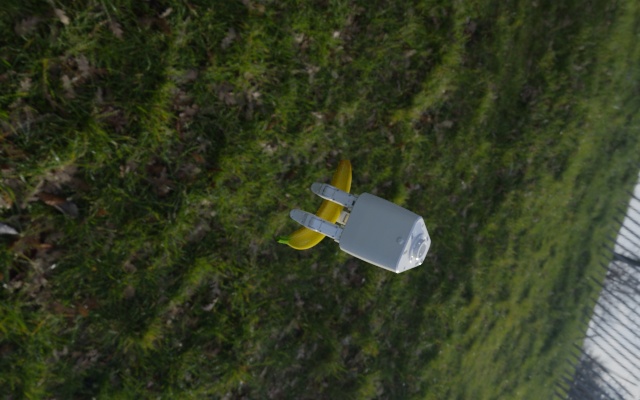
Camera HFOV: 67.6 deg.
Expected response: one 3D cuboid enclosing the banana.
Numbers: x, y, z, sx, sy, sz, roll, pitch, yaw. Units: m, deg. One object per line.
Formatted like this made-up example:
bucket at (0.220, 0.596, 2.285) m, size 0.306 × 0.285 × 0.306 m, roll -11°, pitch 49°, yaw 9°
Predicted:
banana at (0.005, 0.017, 0.834) m, size 0.037 × 0.197 × 0.070 m, roll 19°, pitch -29°, yaw 41°
